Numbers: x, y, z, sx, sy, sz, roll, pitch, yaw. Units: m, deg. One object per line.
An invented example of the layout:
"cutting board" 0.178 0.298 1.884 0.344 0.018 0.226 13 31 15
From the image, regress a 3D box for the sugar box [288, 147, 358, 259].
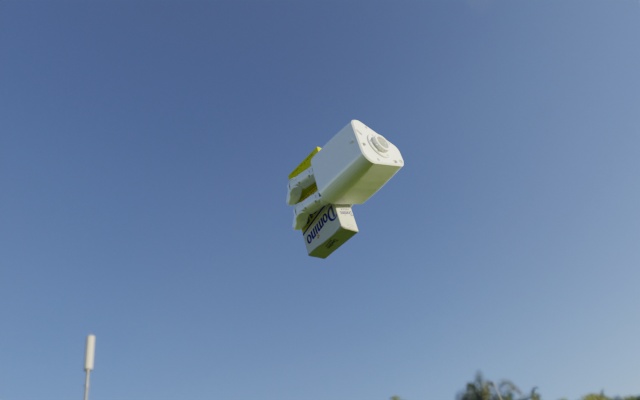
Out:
"sugar box" 0.000 0.002 0.836 0.048 0.176 0.093 18 -47 -37
